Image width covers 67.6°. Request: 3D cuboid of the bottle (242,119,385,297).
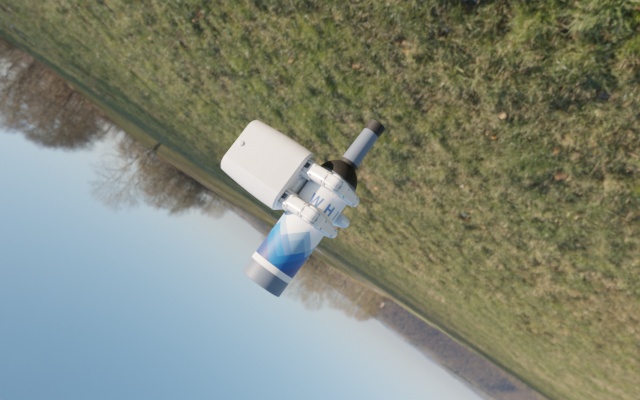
[{"bbox_3d":[0.000,0.003,0.705,0.069,0.295,0.069,36,-7,5],"label":"bottle"}]
